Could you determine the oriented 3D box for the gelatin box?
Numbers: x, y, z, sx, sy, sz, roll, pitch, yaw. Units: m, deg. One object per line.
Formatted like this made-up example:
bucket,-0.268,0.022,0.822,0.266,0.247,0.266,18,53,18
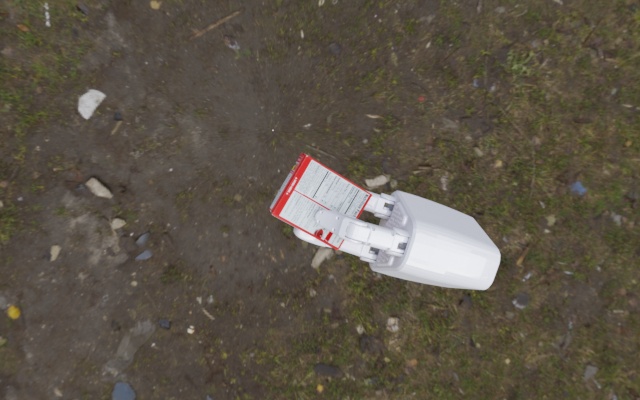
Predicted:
gelatin box,0.000,0.002,0.520,0.089,0.073,0.030,30,3,-17
